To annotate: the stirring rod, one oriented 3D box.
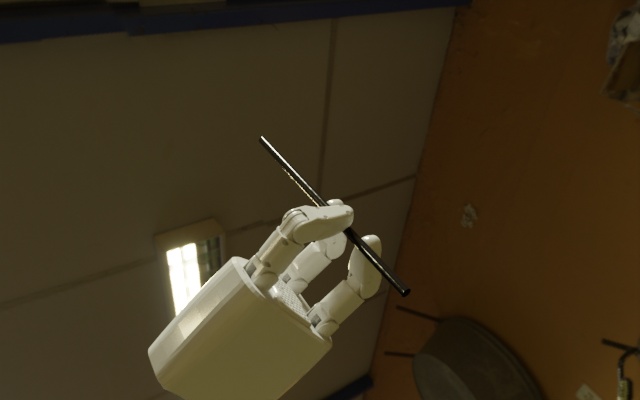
[{"bbox_3d":[0.000,0.001,0.422,0.011,0.011,0.239,0,33,-38],"label":"stirring rod"}]
